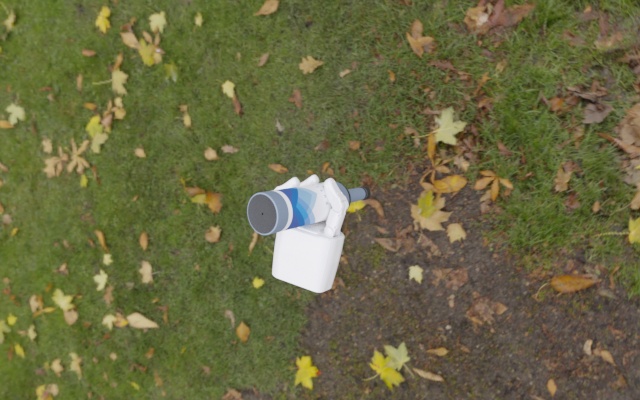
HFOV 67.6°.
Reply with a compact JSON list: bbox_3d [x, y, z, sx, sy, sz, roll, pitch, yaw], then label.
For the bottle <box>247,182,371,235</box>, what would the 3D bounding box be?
[{"bbox_3d":[0.000,0.003,0.846,0.069,0.069,0.295,0,7,38],"label":"bottle"}]
